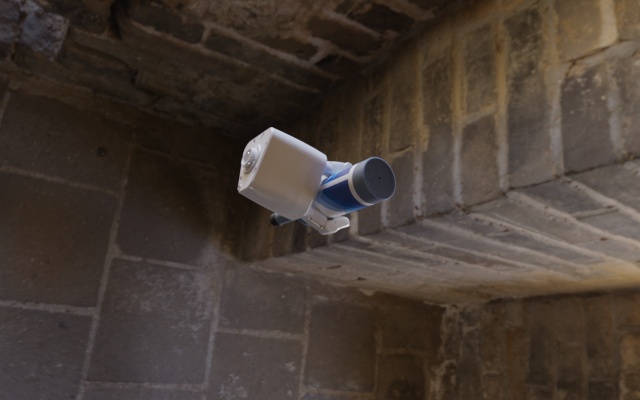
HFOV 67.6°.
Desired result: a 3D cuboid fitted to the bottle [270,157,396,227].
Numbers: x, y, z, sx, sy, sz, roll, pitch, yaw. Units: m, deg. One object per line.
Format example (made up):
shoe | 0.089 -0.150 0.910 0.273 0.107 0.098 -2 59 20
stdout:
bottle | 0.000 0.003 0.816 0.069 0.069 0.296 0 -14 -38
